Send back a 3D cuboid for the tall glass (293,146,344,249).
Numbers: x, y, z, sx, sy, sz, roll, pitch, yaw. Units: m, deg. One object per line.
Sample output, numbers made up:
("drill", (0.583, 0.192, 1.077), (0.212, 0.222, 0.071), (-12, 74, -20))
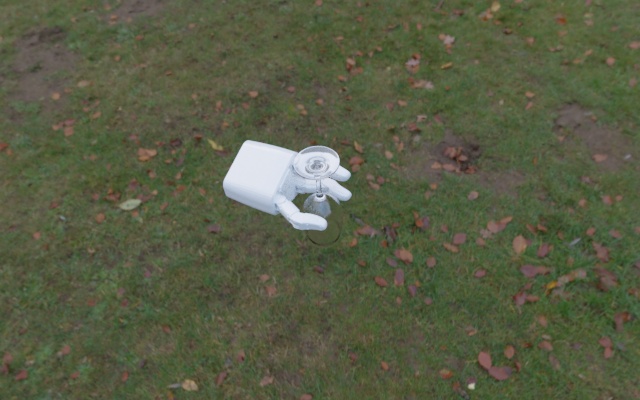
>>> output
("tall glass", (0.000, 0.002, 0.831), (0.079, 0.079, 0.201), (0, -40, 5))
